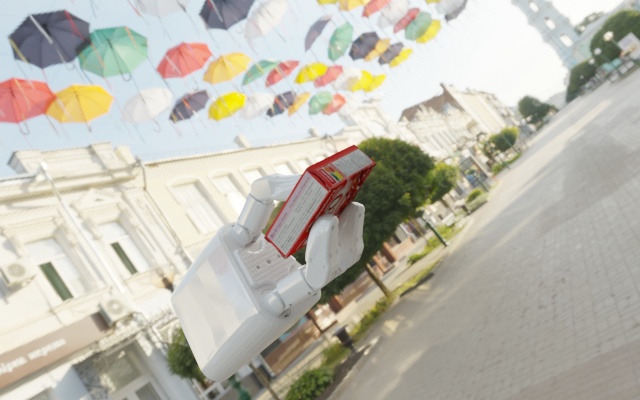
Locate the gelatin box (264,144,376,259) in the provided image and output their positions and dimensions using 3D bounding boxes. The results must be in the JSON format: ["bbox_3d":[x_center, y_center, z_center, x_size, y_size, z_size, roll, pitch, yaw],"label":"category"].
[{"bbox_3d":[0.000,0.001,0.404,0.030,0.089,0.073,43,38,13],"label":"gelatin box"}]
